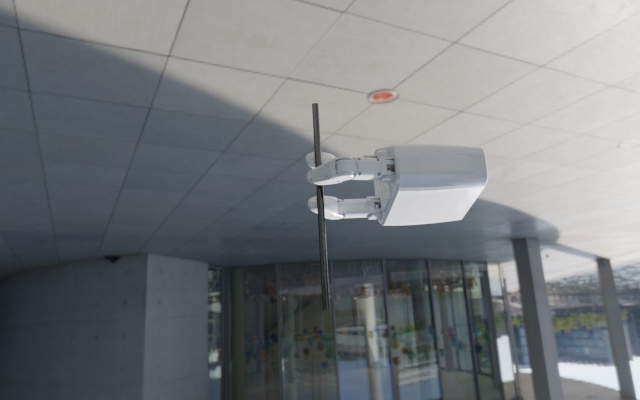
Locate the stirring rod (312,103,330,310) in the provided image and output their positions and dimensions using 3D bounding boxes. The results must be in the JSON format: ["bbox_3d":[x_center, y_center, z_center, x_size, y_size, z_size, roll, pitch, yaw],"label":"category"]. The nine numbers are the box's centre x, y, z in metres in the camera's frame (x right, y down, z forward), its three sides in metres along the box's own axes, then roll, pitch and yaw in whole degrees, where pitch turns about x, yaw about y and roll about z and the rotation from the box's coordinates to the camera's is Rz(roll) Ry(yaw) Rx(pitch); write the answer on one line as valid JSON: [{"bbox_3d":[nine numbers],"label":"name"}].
[{"bbox_3d":[0.000,0.002,0.543,0.011,0.239,0.011,-3,-13,-1],"label":"stirring rod"}]
